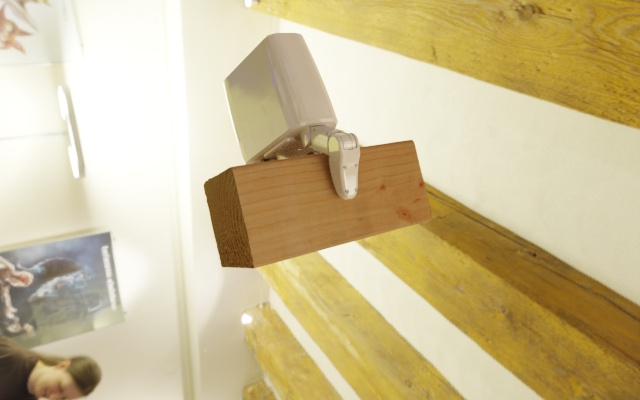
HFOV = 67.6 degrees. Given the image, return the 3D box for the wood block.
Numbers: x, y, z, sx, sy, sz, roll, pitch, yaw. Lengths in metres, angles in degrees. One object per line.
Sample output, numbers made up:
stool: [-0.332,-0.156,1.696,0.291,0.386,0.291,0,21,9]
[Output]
wood block: [0.000,0.001,0.489,0.206,0.090,0.091,-12,-1,-30]
